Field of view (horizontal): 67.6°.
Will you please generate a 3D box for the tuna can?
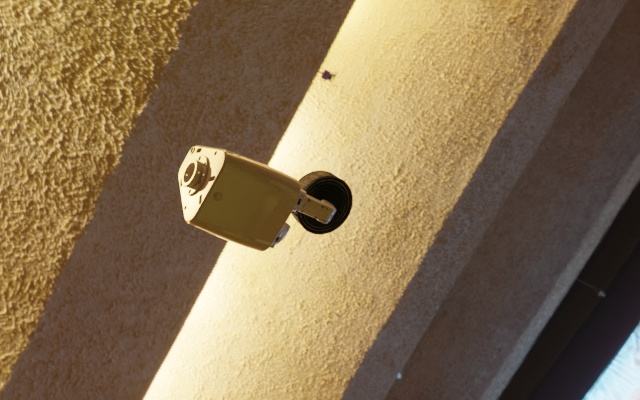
[{"bbox_3d":[0.000,0.002,0.667,0.086,0.086,0.033,0,21,-29],"label":"tuna can"}]
